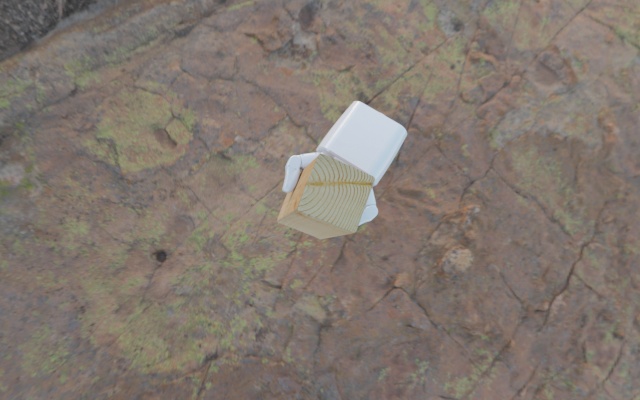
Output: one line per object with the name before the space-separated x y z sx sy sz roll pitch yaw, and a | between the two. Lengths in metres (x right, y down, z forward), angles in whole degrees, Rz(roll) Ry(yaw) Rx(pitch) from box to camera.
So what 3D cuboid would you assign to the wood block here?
wood block | 0.000 0.002 0.761 0.091 0.090 0.206 23 -12 -9
